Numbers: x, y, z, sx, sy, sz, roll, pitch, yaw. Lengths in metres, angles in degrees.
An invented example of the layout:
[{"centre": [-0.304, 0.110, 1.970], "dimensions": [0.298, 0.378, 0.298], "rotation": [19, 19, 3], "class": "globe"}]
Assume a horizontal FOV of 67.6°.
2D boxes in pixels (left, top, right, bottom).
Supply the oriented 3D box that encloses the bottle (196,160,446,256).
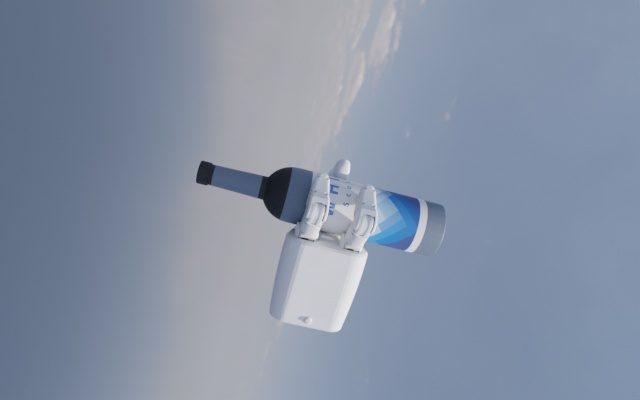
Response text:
[{"centre": [0.000, 0.002, 0.574], "dimensions": [0.296, 0.069, 0.069], "rotation": [14, -2, -7], "class": "bottle"}]
